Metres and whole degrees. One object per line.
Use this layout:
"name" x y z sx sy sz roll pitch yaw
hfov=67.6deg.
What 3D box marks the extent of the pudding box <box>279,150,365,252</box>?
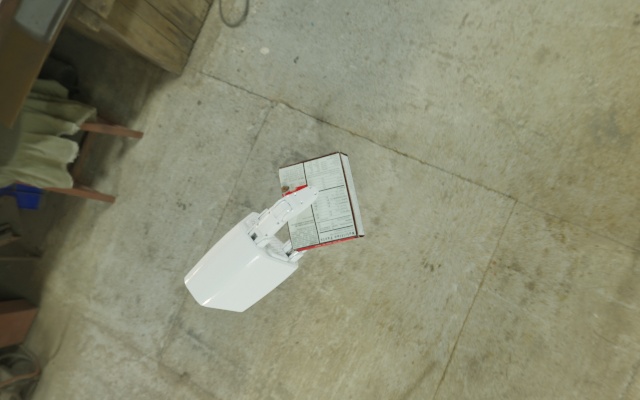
"pudding box" 0.000 0.002 0.609 0.090 0.113 0.039 -13 -7 16
